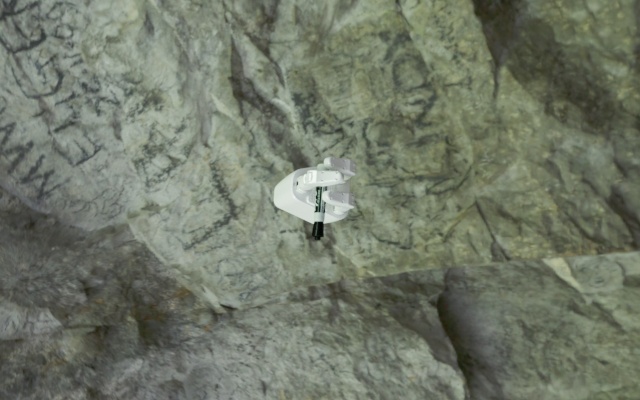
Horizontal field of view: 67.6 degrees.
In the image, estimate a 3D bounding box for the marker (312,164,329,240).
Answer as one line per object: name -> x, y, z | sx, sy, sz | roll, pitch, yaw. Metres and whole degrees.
marker -> 0.000, 0.002, 0.751 | 0.020, 0.121, 0.020 | 4, -12, 1
